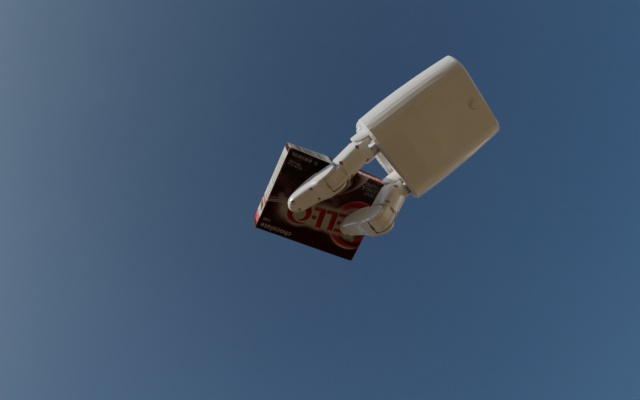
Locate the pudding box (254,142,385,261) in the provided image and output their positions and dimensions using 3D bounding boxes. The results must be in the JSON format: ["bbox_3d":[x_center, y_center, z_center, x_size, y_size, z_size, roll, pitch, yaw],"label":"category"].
[{"bbox_3d":[0.000,0.001,0.490,0.113,0.090,0.039,21,15,-14],"label":"pudding box"}]
